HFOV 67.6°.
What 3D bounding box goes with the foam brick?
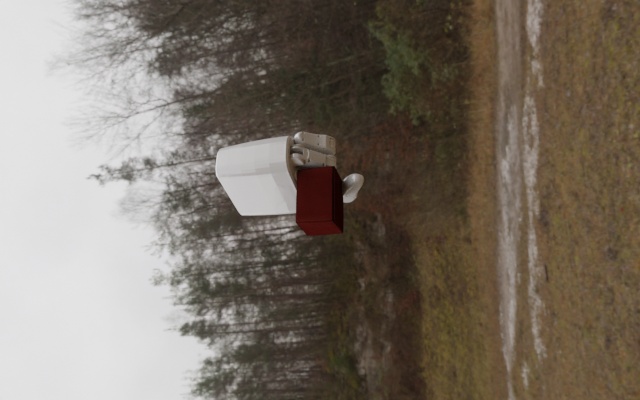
[{"bbox_3d":[0.000,0.002,0.628,0.051,0.078,0.053,-6,-25,14],"label":"foam brick"}]
